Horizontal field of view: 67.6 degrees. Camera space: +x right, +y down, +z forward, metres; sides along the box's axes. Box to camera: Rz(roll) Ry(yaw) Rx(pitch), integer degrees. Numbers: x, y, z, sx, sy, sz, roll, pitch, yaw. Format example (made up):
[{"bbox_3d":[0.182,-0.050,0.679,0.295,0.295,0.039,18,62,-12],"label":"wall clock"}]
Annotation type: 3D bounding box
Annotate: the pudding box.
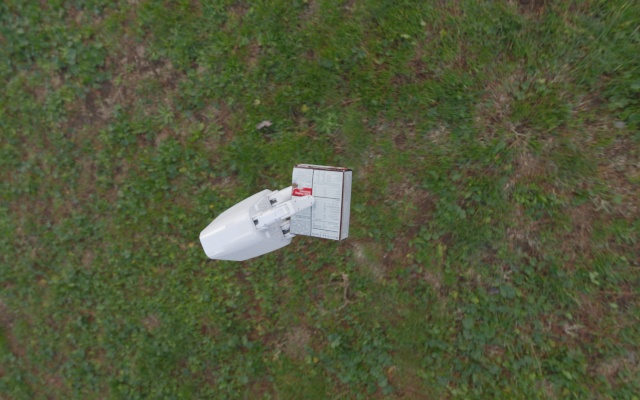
[{"bbox_3d":[0.000,0.002,0.747,0.090,0.113,0.039,7,11,22],"label":"pudding box"}]
